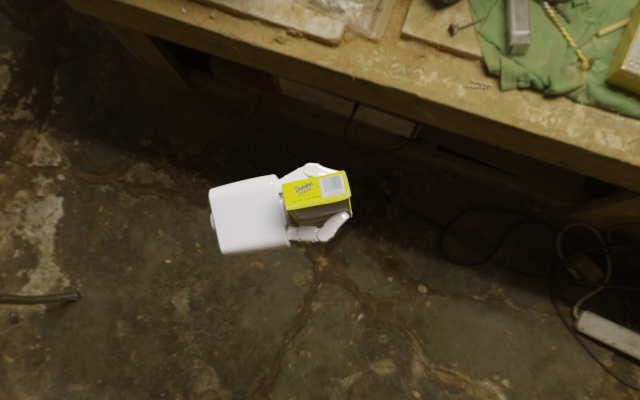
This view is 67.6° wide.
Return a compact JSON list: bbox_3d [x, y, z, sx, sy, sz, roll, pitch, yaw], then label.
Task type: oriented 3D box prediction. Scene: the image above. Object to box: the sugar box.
[{"bbox_3d":[0.000,0.002,0.744,0.093,0.048,0.176,-11,-9,2],"label":"sugar box"}]
